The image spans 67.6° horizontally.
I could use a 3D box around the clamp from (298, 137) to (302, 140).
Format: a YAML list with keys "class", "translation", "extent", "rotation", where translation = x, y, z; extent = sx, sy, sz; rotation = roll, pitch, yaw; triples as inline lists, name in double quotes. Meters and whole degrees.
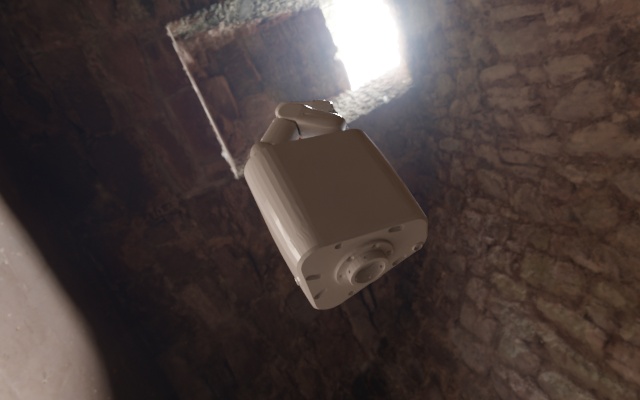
- class: "clamp"
  translation: [0.001, 0.001, 0.490]
  extent: [0.039, 0.120, 0.172]
  rotation: [-25, -38, -7]
